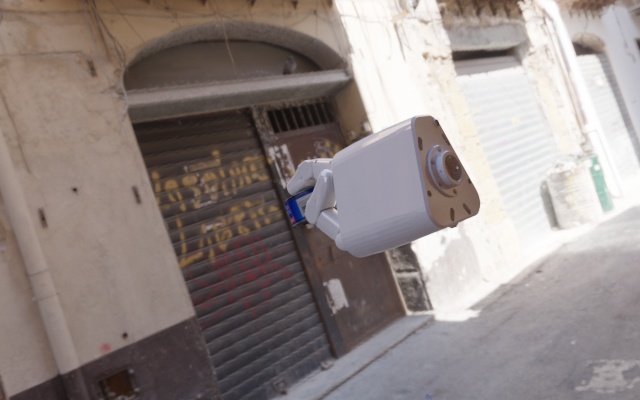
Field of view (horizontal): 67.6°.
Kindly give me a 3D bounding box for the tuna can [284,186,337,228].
[{"bbox_3d":[0.000,0.001,0.581,0.086,0.034,0.086,-23,-5,-2],"label":"tuna can"}]
